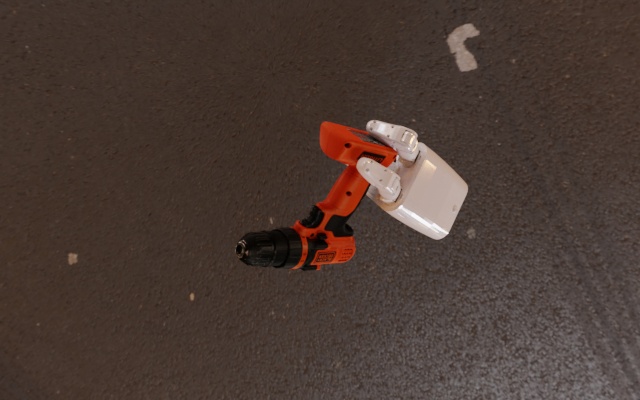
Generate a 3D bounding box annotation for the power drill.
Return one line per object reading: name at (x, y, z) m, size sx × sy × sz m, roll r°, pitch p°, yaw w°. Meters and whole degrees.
power drill at (0.001, 0.002, 0.578) m, size 0.184 × 0.188 × 0.057 m, roll 2°, pitch 32°, yaw -47°
